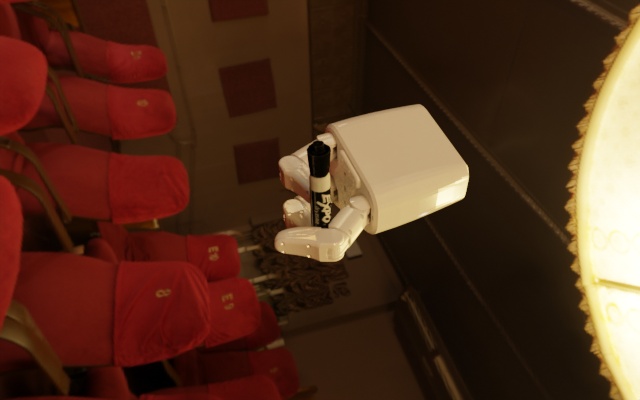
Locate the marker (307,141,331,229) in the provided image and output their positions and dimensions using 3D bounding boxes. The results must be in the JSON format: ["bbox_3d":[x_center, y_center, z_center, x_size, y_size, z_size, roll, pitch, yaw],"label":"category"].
[{"bbox_3d":[0.000,0.001,0.402,0.020,0.121,0.020,-1,42,1],"label":"marker"}]
